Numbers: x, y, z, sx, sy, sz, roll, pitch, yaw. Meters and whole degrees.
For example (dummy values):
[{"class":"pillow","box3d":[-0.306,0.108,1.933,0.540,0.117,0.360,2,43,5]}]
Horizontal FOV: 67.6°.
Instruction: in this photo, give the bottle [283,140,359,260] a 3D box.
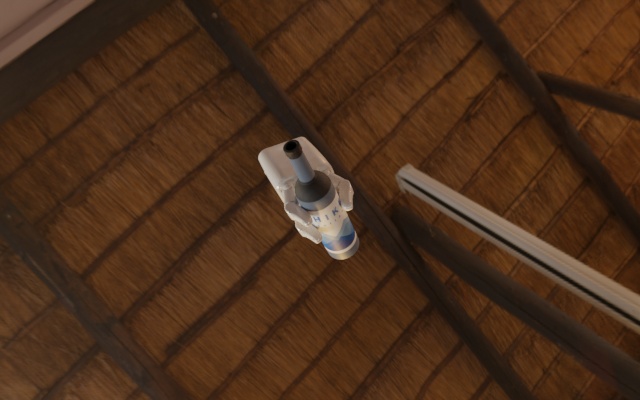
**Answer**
[{"class":"bottle","box3d":[0.000,0.003,0.839,0.069,0.069,0.296,0,-36,22]}]
